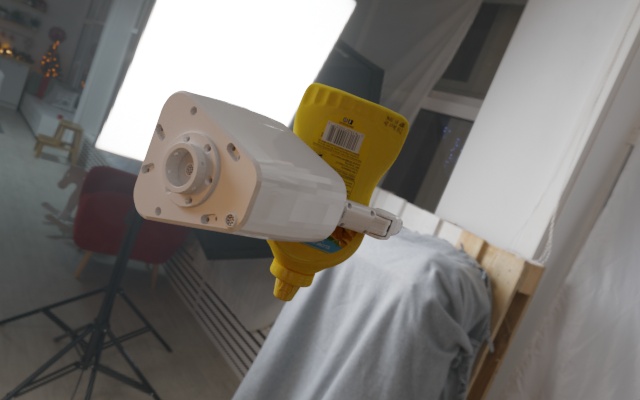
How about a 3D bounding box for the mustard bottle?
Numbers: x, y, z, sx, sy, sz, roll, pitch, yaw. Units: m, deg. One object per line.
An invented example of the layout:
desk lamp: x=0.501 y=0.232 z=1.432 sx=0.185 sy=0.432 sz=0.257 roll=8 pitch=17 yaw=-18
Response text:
mustard bottle: x=0.000 y=0.001 z=0.427 sx=0.096 sy=0.191 sz=0.058 roll=23 pitch=7 yaw=5
